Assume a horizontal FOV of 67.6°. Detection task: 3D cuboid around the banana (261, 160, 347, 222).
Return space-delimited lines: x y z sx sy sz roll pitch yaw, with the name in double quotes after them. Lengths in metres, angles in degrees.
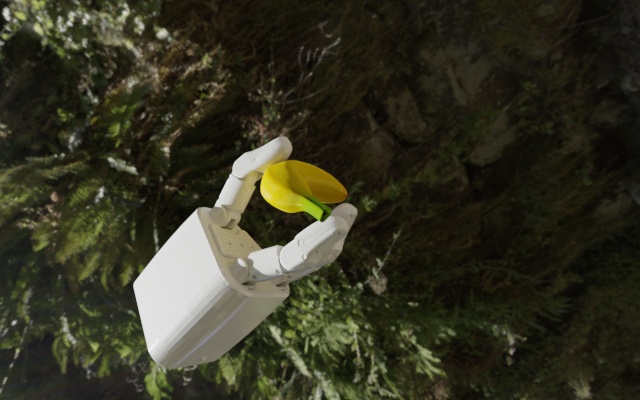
-0.015 -0.010 0.443 0.069 0.037 0.198 39 10 2 "banana"
